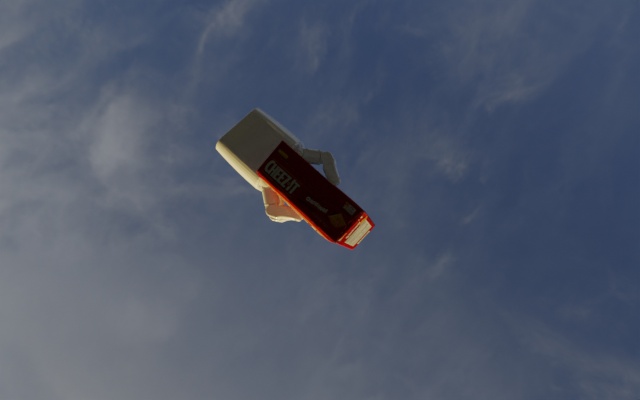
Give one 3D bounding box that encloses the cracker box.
[{"bbox_3d":[0.000,0.002,0.783,0.164,0.072,0.214,41,1,13],"label":"cracker box"}]
